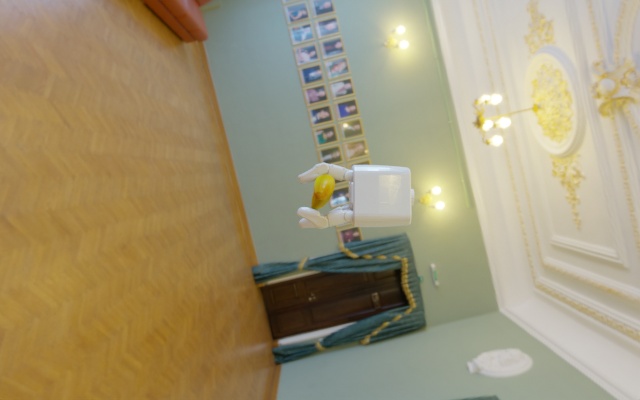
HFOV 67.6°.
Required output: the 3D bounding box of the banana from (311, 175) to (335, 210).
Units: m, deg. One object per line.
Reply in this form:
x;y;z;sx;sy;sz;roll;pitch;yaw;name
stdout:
0.004;-0.014;0.880;0.037;0.069;0.198;15;-13;0;banana
